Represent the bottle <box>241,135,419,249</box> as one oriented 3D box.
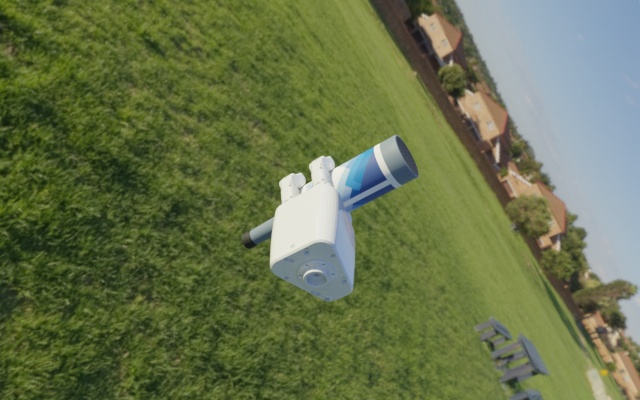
[{"bbox_3d":[0.000,0.002,0.716,0.296,0.069,0.069,-28,-12,23],"label":"bottle"}]
